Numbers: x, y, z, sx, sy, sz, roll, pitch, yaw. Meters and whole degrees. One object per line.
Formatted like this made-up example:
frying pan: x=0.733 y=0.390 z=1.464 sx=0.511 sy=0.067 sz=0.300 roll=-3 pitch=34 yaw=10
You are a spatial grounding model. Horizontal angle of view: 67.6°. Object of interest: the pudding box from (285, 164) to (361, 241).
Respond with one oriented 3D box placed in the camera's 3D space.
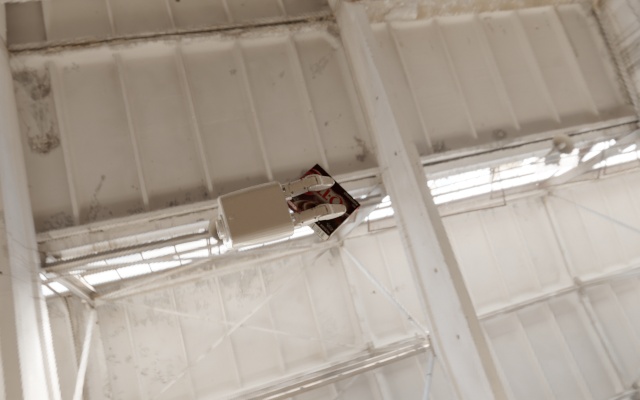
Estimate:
pudding box: x=0.000 y=0.003 z=0.850 sx=0.090 sy=0.113 sz=0.039 roll=-43 pitch=-5 yaw=-26
